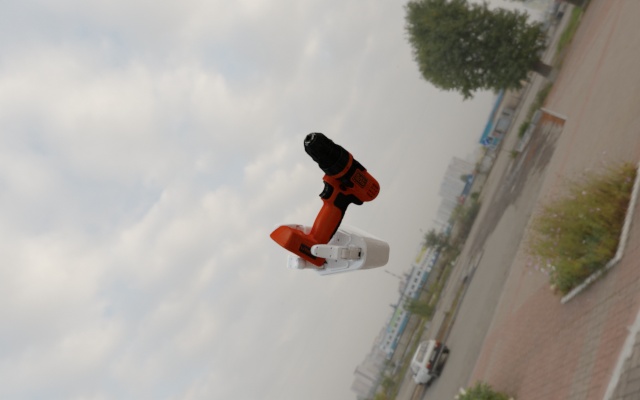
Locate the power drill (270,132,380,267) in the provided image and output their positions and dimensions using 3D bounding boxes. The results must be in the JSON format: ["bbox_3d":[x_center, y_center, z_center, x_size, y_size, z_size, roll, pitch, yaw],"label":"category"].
[{"bbox_3d":[0.000,0.003,0.779,0.184,0.187,0.057,36,-3,-40],"label":"power drill"}]
